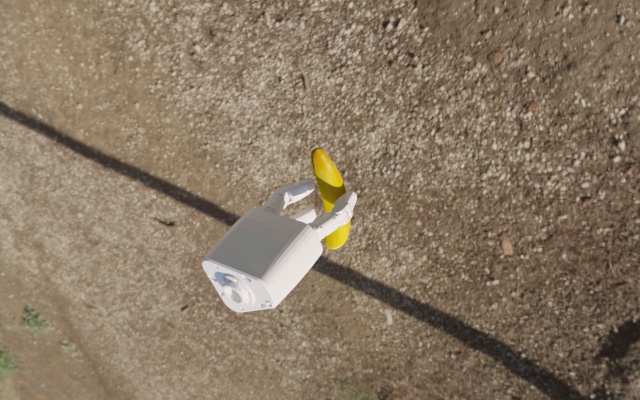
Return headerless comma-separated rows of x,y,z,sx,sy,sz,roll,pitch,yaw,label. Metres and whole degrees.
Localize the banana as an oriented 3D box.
0.015,0.013,0.711,0.069,0.198,0.037,29,52,28,banana
